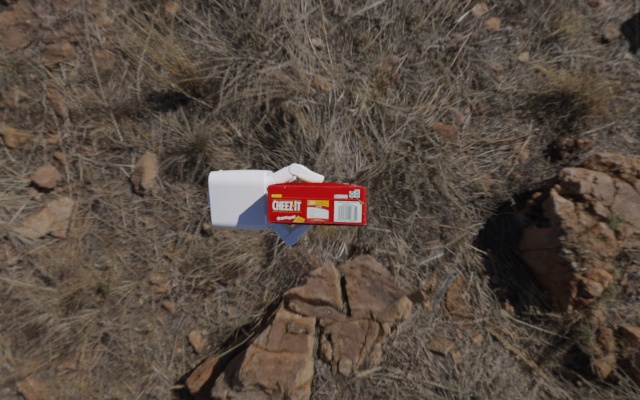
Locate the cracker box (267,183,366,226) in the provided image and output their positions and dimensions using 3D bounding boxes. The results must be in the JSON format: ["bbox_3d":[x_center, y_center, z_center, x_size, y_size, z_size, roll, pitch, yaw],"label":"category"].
[{"bbox_3d":[0.000,0.003,0.879,0.164,0.072,0.213,1,2,4],"label":"cracker box"}]
